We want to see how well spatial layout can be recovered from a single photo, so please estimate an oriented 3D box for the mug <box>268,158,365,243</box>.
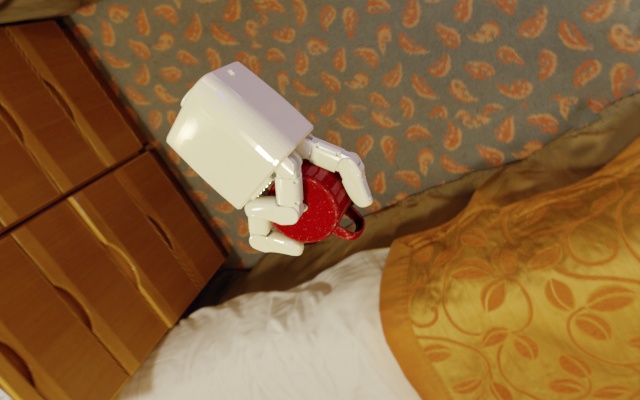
[{"bbox_3d":[0.001,0.003,0.531,0.093,0.117,0.081,-46,6,31],"label":"mug"}]
